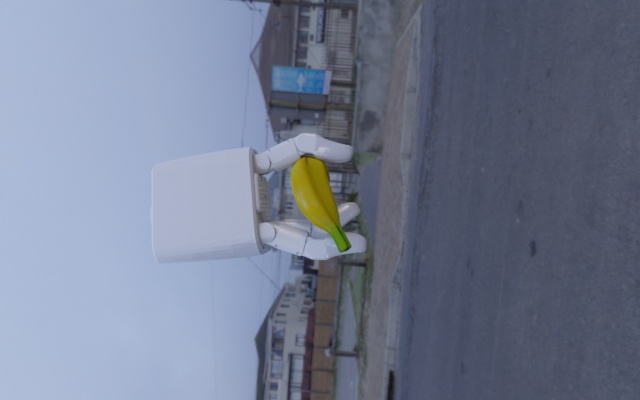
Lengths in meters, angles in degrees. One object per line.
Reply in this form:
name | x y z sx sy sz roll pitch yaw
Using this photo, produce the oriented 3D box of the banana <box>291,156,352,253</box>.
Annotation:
banana | -0.006 -0.013 0.496 0.037 0.070 0.197 -20 21 4
